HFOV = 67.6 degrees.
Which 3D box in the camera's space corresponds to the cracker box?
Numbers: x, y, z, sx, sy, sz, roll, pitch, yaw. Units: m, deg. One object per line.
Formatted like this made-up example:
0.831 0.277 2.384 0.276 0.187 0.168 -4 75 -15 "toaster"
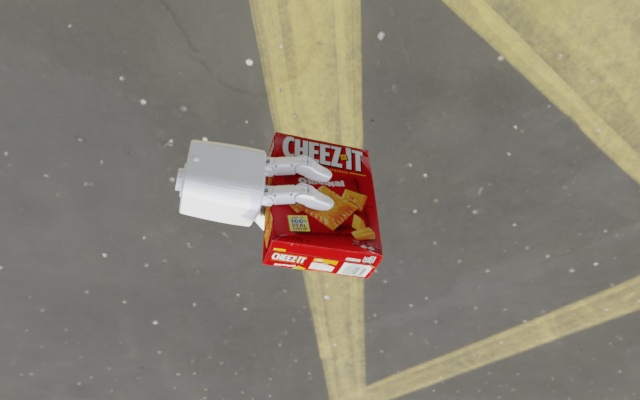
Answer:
0.000 0.003 0.728 0.164 0.213 0.072 10 -40 -15 "cracker box"
